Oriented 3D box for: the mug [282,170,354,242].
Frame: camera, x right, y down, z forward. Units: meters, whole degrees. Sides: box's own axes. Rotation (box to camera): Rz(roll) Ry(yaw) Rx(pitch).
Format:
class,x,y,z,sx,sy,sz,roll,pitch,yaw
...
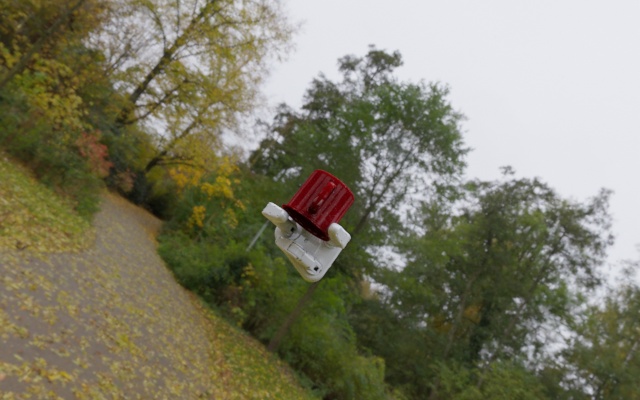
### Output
class,x,y,z,sx,sy,sz,roll,pitch,yaw
mug,0.000,0.002,0.748,0.093,0.081,0.117,36,-13,7
